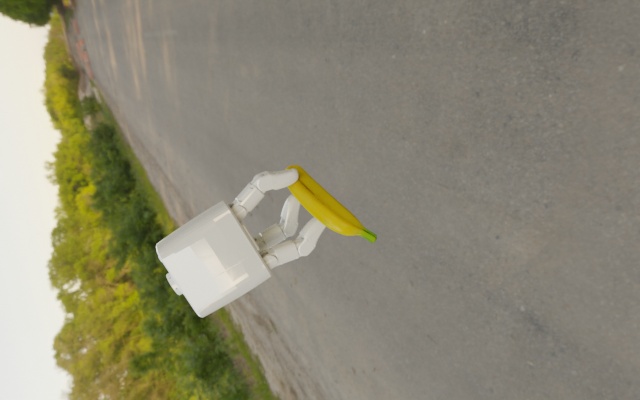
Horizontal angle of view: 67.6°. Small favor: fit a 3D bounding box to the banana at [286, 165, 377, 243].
[{"bbox_3d":[-0.007,-0.004,0.649,0.197,0.037,0.070,43,3,41],"label":"banana"}]
